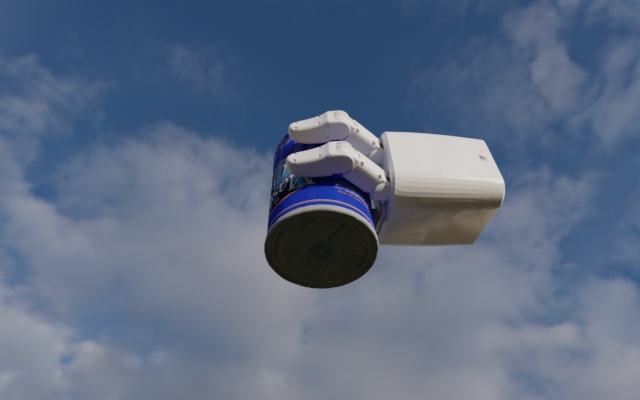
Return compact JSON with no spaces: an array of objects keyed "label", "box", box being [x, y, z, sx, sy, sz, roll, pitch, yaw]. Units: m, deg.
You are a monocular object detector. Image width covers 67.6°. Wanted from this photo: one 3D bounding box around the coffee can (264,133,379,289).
[{"label":"coffee can","box":[0.000,0.002,0.480,0.103,0.103,0.140,0,40,-1]}]
